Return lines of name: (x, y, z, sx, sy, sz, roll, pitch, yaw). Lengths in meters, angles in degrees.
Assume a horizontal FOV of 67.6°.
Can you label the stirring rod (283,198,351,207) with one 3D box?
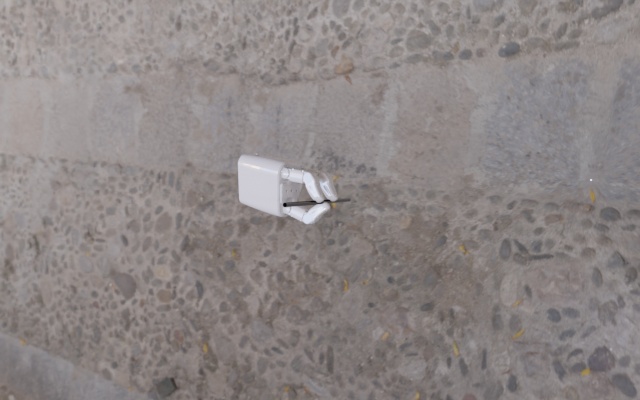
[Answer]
stirring rod: (0.000, 0.003, 0.892, 0.011, 0.011, 0.239, 0, 2, 29)
